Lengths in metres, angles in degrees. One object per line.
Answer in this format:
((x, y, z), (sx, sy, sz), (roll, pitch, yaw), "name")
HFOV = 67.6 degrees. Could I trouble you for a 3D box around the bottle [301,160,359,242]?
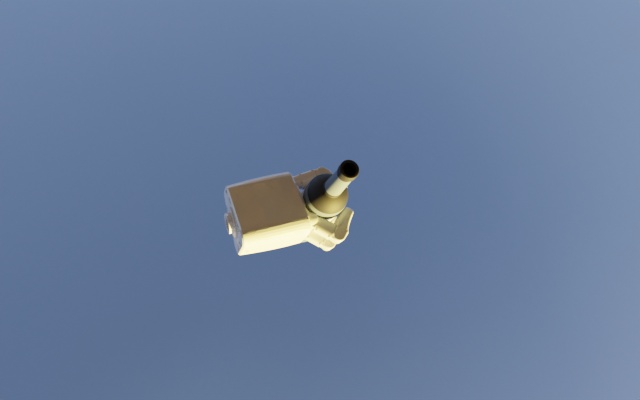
((0.000, 0.003, 0.766), (0.069, 0.069, 0.296), (0, -17, -16), "bottle")
